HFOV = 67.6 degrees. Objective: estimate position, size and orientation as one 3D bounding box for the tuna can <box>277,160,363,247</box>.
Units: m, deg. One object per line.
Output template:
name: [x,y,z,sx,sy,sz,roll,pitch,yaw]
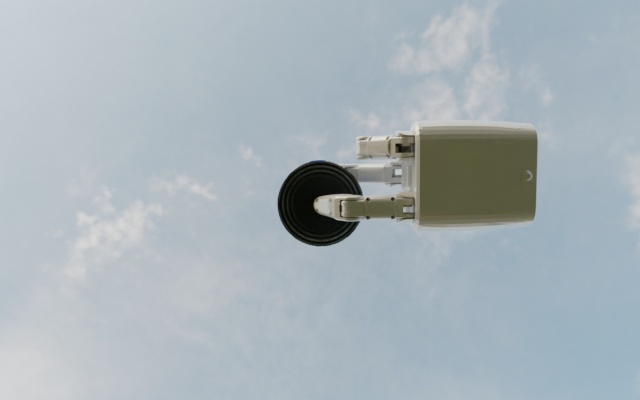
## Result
tuna can: [0.000,0.002,0.487,0.086,0.086,0.033,0,8,-1]
